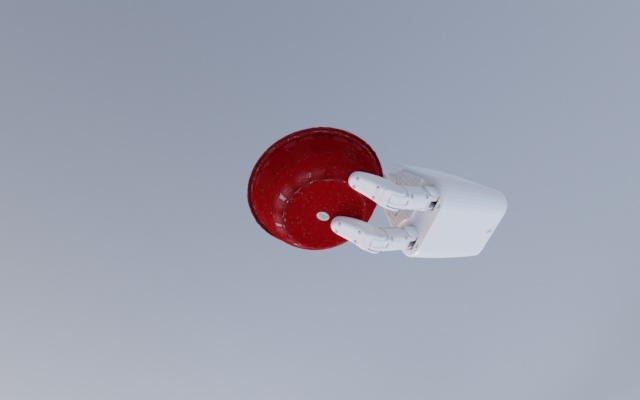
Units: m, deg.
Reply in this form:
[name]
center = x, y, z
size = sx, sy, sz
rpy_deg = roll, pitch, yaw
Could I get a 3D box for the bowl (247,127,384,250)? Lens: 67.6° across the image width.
[bowl]
center = -0.001, 0.002, 0.537
size = 0.162, 0.162, 0.055
rpy_deg = 0, 33, -12
